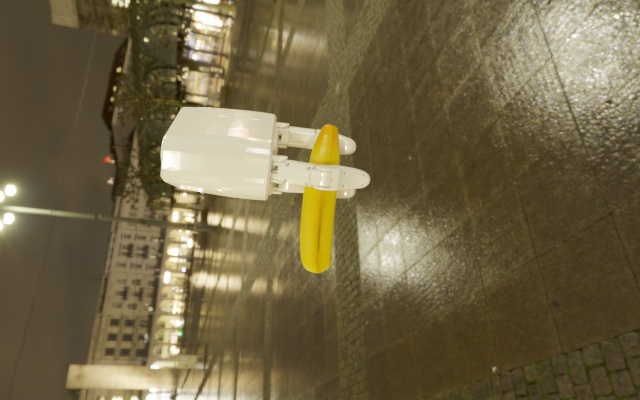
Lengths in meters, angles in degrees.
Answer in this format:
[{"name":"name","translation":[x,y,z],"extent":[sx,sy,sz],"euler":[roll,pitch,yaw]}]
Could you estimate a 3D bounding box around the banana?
[{"name":"banana","translation":[-0.002,0.016,0.529],"extent":[0.037,0.198,0.069],"euler":[5,38,3]}]
